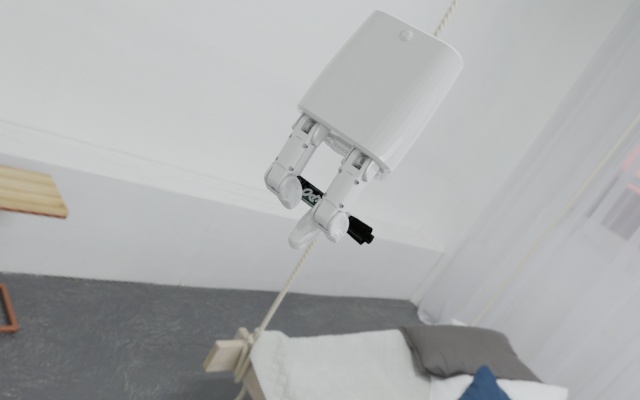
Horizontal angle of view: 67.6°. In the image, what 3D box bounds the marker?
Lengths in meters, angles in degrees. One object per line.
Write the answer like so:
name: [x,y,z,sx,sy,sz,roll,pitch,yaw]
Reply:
marker: [0.000,0.002,0.444,0.121,0.020,0.020,37,15,21]
